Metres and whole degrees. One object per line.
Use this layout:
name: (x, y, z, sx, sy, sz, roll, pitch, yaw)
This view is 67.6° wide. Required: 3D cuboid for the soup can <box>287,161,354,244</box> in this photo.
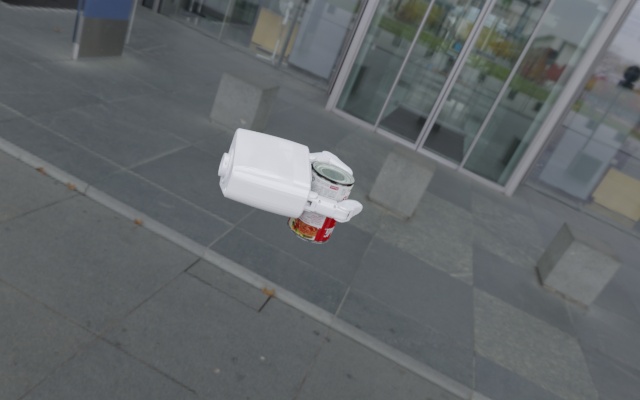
soup can: (0.001, 0.002, 0.699, 0.068, 0.102, 0.068, 20, 23, -9)
